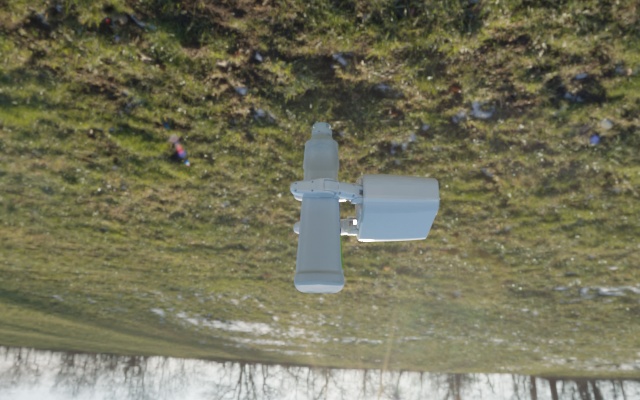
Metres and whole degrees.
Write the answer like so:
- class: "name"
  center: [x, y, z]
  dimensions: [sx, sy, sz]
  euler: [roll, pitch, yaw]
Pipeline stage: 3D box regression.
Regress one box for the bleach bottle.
- class: "bleach bottle"
  center: [0.000, 0.002, 0.690]
  dimensions: [0.068, 0.250, 0.103]
  euler: [1, -17, 0]
